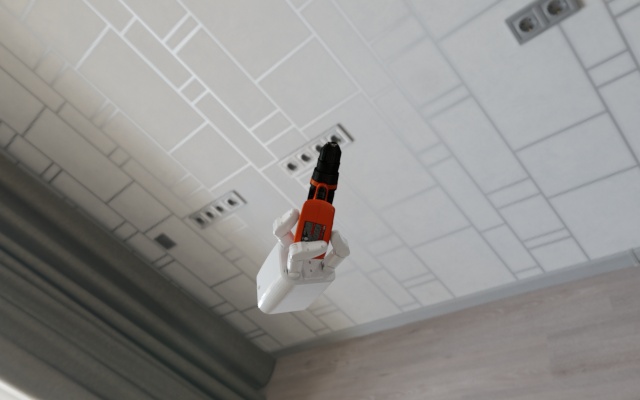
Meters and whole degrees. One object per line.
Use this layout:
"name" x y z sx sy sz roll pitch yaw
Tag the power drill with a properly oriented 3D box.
"power drill" 0.000 0.003 0.837 0.057 0.184 0.187 12 22 1
